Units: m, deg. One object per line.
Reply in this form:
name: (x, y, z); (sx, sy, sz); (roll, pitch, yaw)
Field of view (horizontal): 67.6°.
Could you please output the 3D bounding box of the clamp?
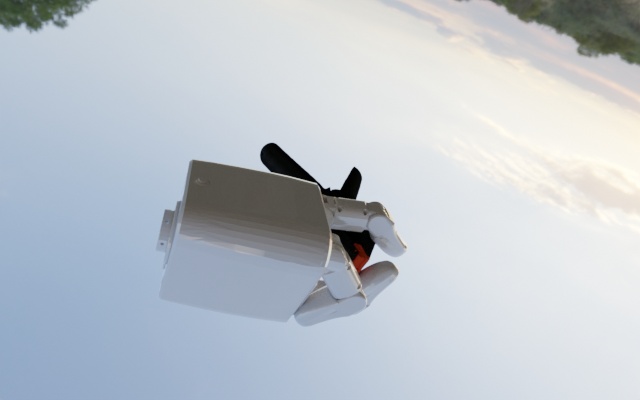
clamp: (0.000, 0.002, 0.460); (0.120, 0.039, 0.171); (13, 30, -17)
